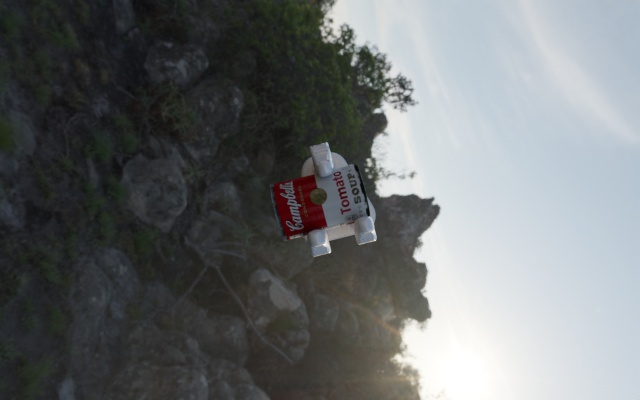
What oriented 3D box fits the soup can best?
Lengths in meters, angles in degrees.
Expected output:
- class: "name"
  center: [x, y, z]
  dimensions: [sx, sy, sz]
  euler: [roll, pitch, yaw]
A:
- class: "soup can"
  center: [0.000, 0.002, 0.549]
  dimensions: [0.102, 0.068, 0.068]
  euler: [-14, 0, 1]
